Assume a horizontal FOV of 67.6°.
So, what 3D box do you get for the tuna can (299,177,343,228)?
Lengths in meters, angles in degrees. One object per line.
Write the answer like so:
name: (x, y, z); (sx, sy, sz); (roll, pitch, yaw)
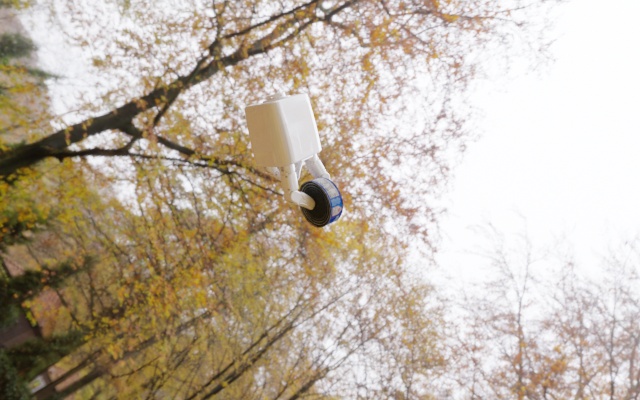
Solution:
tuna can: (0.001, 0.003, 0.849); (0.033, 0.086, 0.086); (-21, 13, -38)
